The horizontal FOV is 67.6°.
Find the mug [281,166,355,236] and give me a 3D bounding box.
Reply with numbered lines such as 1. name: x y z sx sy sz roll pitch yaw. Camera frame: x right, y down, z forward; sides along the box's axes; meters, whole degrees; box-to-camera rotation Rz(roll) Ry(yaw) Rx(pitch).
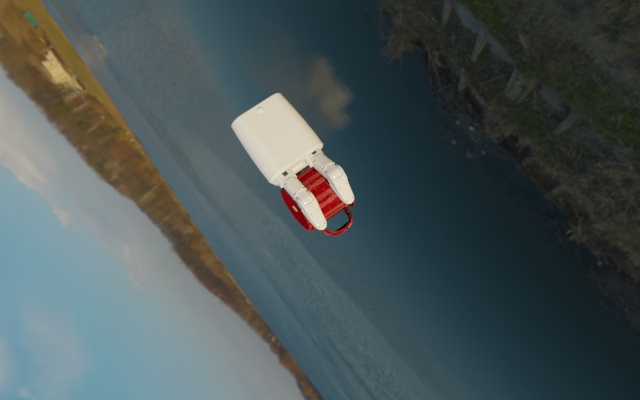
1. mug: 0.001 0.004 0.735 0.081 0.117 0.093 -36 -7 -14
